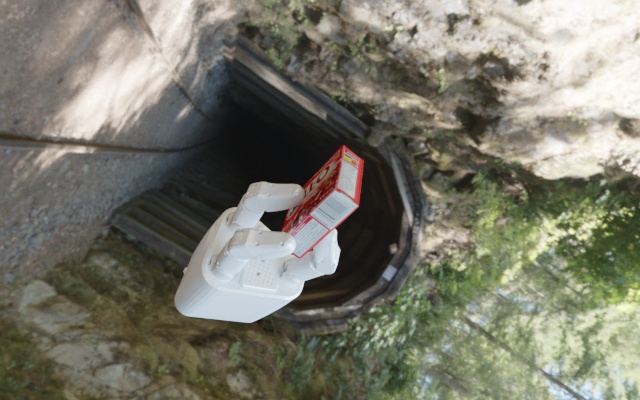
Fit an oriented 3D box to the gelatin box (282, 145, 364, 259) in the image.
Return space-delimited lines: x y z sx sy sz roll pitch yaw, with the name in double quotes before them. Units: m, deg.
"gelatin box" 0.001 0.002 0.445 0.030 0.073 0.089 35 -56 -16
